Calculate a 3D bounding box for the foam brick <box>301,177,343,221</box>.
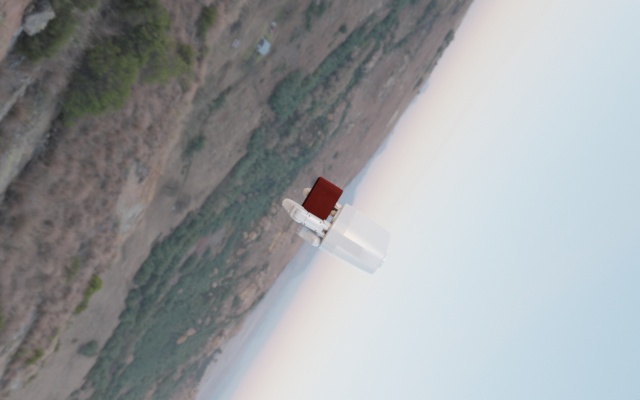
[{"bbox_3d":[0.000,0.003,0.858,0.051,0.078,0.053,31,9,1],"label":"foam brick"}]
